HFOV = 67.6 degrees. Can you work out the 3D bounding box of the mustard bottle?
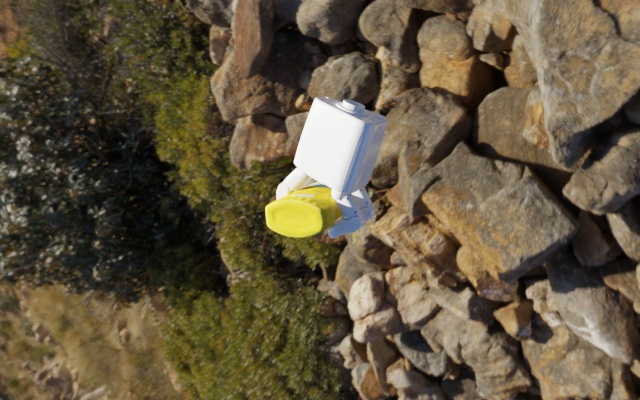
[{"bbox_3d":[0.000,0.003,0.748,0.096,0.058,0.191,0,15,25],"label":"mustard bottle"}]
